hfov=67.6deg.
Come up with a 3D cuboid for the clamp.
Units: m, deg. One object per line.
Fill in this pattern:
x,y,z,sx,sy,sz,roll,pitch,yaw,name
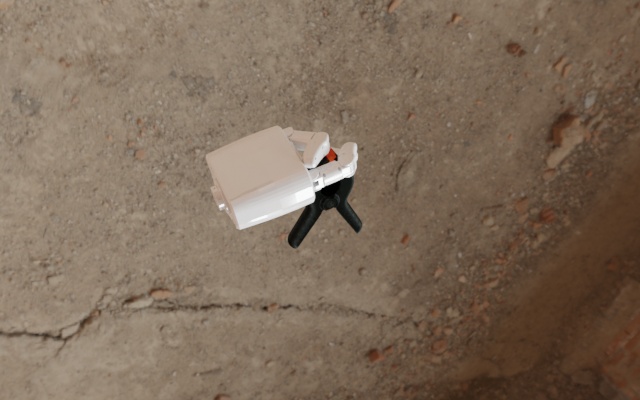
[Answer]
0.000,0.002,0.696,0.120,0.172,0.039,-23,42,-15,clamp
